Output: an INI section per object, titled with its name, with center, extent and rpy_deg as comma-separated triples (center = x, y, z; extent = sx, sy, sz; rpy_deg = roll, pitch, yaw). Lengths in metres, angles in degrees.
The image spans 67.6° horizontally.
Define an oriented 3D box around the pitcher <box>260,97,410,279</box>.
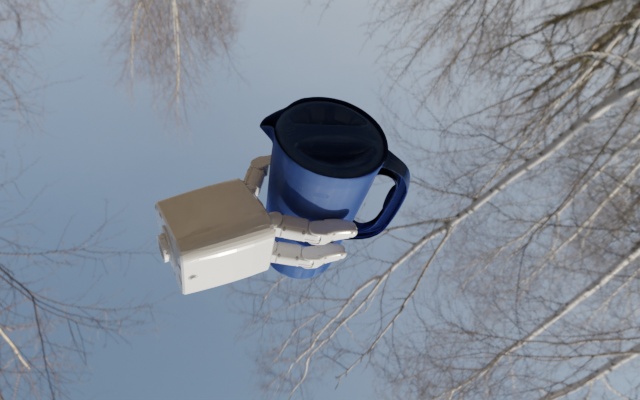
[pitcher]
center = 0.000, 0.002, 0.621
extent = 0.145, 0.149, 0.243
rpy_deg = -17, -33, -26
